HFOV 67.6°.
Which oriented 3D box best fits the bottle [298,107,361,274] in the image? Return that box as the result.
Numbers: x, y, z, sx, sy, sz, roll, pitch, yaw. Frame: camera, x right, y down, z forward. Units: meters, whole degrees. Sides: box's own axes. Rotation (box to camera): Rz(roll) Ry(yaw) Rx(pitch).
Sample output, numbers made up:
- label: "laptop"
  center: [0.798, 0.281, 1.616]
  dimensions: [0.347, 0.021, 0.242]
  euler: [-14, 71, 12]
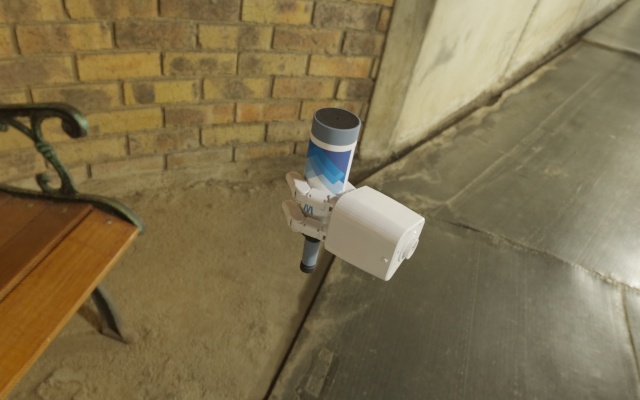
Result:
- label: "bottle"
  center: [0.000, 0.002, 0.745]
  dimensions: [0.069, 0.296, 0.069]
  euler: [7, 37, -5]
